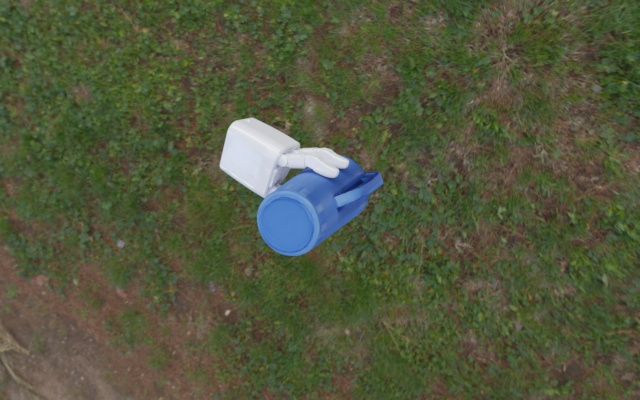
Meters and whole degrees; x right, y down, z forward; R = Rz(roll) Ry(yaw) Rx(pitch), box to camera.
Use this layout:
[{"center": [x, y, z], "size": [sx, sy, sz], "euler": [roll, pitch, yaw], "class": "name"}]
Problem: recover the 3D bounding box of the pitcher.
[{"center": [0.000, 0.003, 0.831], "size": [0.145, 0.149, 0.242], "euler": [31, 24, 11], "class": "pitcher"}]
